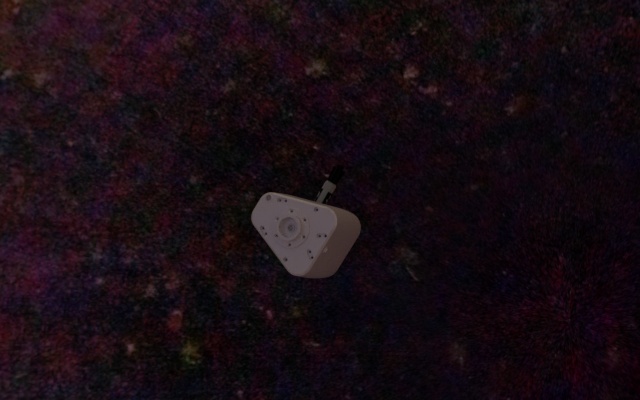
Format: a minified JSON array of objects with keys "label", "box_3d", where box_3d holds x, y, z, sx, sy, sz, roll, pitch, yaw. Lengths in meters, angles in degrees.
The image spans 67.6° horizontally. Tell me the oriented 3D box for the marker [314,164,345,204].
[{"label":"marker","box_3d":[0.000,0.002,0.690,0.020,0.121,0.020,30,3,-2]}]
